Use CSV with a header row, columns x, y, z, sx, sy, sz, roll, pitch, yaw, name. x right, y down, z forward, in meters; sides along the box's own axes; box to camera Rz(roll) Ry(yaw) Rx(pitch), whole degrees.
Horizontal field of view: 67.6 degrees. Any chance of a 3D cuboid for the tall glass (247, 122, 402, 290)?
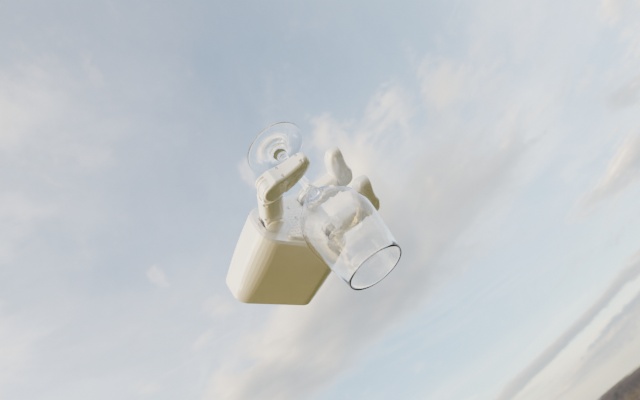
x,y,z,sx,sy,sz,roll,pitch,yaw,name
0.000,0.001,0.509,0.079,0.079,0.201,0,39,-44,tall glass
